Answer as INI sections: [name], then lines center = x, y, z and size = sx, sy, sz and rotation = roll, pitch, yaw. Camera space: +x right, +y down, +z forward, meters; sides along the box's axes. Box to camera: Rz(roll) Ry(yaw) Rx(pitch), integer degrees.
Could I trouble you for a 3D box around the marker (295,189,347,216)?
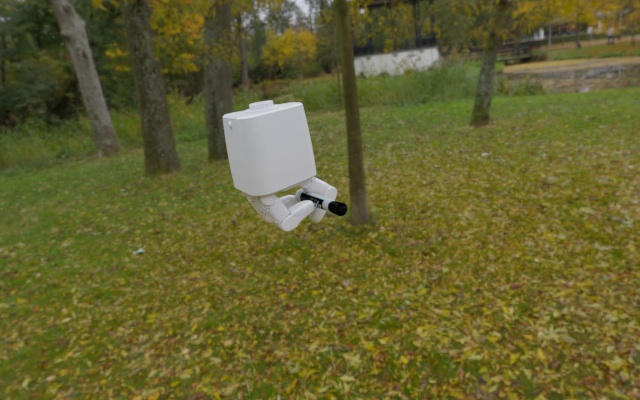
[marker]
center = 0.000, 0.002, 0.676
size = 0.020, 0.020, 0.121
rotation = 0, 10, -31
